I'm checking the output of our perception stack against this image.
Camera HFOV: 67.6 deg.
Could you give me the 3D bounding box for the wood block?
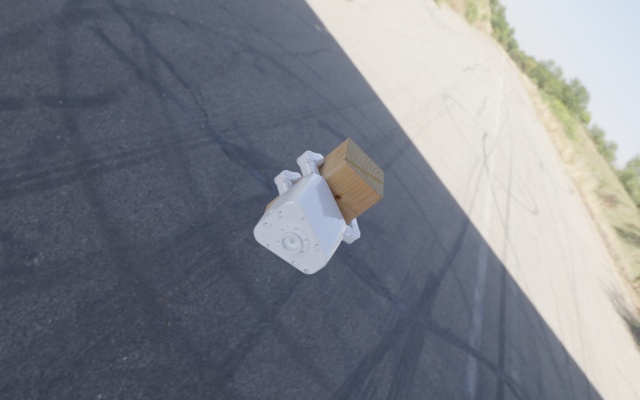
[{"bbox_3d":[0.000,0.003,0.812,0.206,0.091,0.090,-38,21,27],"label":"wood block"}]
